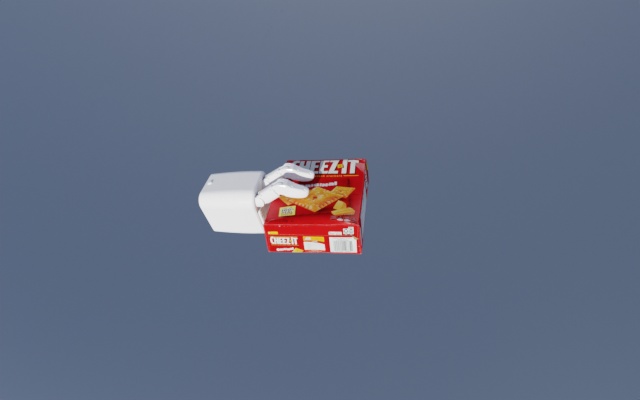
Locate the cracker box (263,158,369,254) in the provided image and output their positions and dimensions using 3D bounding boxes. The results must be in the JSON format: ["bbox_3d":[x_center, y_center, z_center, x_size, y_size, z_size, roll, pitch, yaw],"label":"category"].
[{"bbox_3d":[0.000,0.003,0.877,0.164,0.072,0.213,0,36,9],"label":"cracker box"}]
